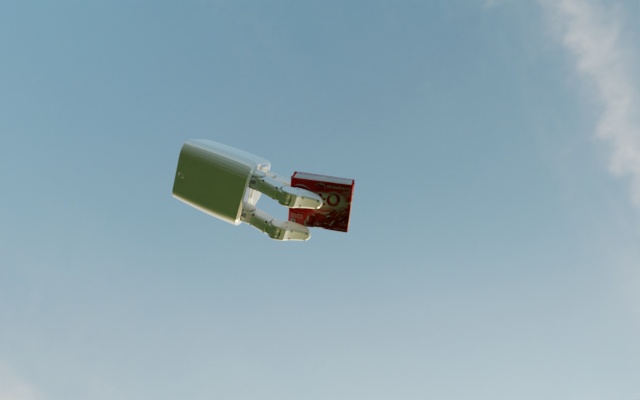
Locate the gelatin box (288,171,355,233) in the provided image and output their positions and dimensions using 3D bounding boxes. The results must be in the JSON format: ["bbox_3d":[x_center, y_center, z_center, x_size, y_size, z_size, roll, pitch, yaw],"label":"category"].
[{"bbox_3d":[0.001,0.002,0.676,0.089,0.073,0.030,8,22,6],"label":"gelatin box"}]
